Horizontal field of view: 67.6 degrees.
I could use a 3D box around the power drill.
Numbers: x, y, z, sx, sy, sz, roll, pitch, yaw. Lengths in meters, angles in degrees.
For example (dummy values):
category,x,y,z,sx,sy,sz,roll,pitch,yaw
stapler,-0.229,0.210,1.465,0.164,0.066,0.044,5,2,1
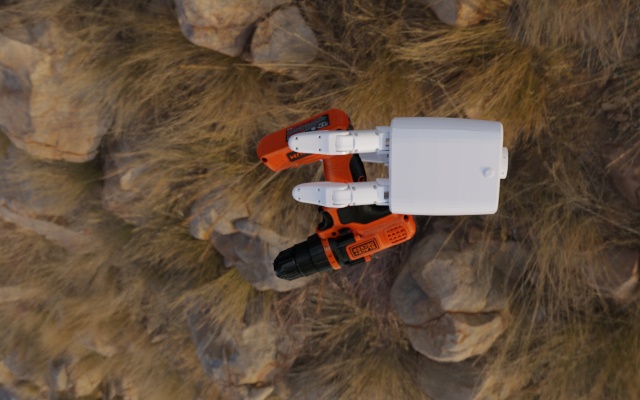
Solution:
category,x,y,z,sx,sy,sz,roll,pitch,yaw
power drill,0.000,0.001,0.557,0.184,0.188,0.057,-22,31,7
